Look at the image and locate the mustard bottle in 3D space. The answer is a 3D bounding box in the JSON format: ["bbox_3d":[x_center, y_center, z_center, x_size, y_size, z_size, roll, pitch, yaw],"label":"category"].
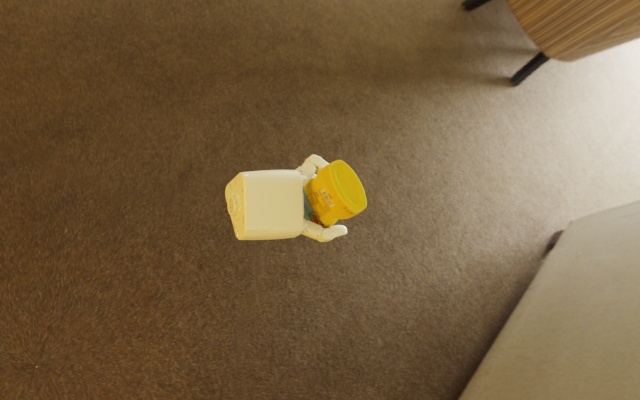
[{"bbox_3d":[0.001,0.003,0.864,0.058,0.096,0.192,-31,1,-35],"label":"mustard bottle"}]
